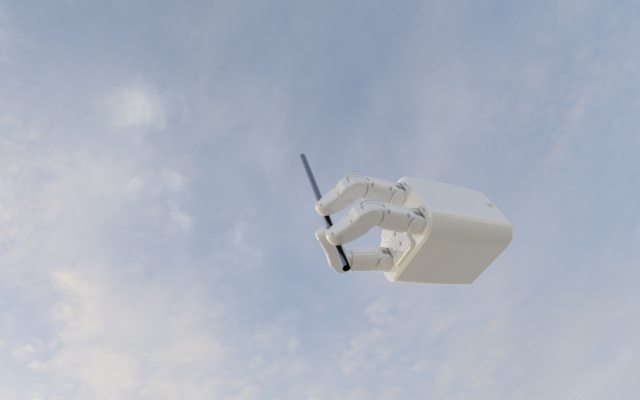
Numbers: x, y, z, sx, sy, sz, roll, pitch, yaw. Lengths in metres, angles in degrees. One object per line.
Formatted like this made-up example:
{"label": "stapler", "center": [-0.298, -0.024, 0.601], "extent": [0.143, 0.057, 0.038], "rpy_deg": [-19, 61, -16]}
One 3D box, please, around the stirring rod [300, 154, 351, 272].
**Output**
{"label": "stirring rod", "center": [0.000, 0.002, 0.548], "extent": [0.011, 0.011, 0.239], "rpy_deg": [0, 31, -14]}
